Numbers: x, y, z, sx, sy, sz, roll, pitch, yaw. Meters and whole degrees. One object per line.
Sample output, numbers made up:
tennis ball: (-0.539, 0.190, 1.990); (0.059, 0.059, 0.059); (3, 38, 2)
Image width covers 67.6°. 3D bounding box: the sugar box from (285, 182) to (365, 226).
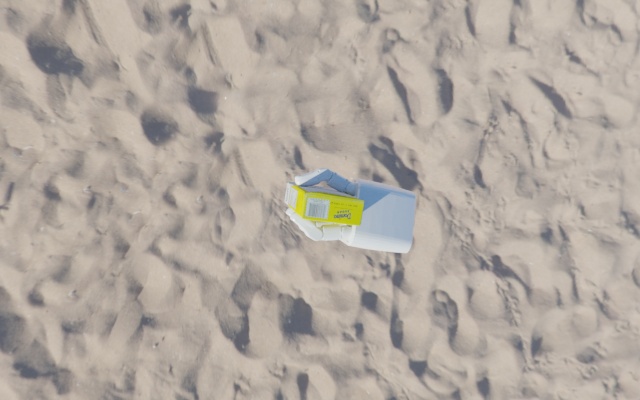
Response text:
sugar box: (0.000, 0.003, 0.780); (0.093, 0.048, 0.176); (9, 3, -13)
